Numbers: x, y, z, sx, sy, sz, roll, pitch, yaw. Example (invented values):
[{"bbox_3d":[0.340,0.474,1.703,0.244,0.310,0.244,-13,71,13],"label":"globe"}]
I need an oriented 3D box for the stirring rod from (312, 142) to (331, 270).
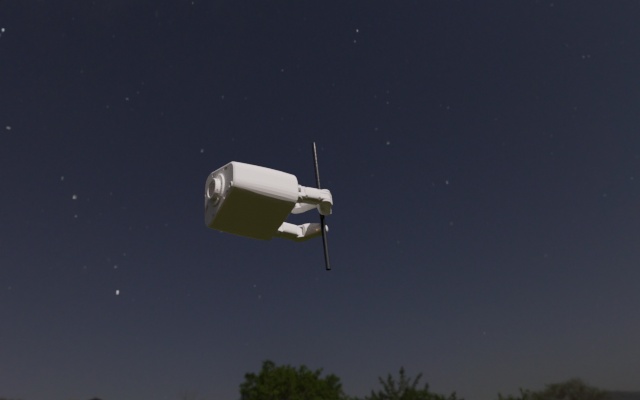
[{"bbox_3d":[0.000,0.003,0.800,0.011,0.239,0.011,-5,-29,-3],"label":"stirring rod"}]
